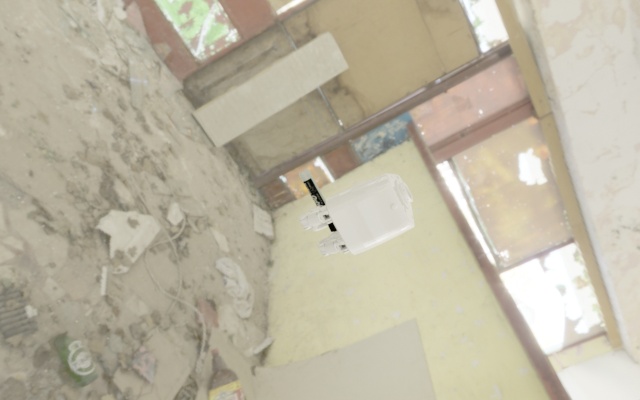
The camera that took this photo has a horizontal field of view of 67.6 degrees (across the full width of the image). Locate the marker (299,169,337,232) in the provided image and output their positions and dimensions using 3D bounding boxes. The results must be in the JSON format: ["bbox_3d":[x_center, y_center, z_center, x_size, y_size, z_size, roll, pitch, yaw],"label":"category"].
[{"bbox_3d":[0.000,0.003,0.811,0.020,0.121,0.020,-28,10,5],"label":"marker"}]
